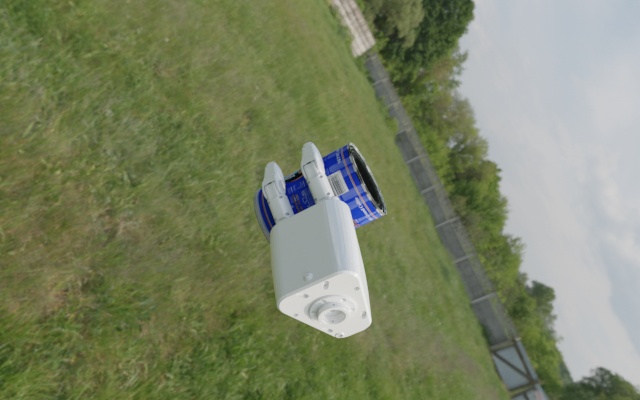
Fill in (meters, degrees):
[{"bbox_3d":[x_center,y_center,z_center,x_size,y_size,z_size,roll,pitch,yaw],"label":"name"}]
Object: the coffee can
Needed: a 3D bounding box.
[{"bbox_3d":[0.000,0.002,0.618,0.140,0.103,0.103,-26,-7,15],"label":"coffee can"}]
